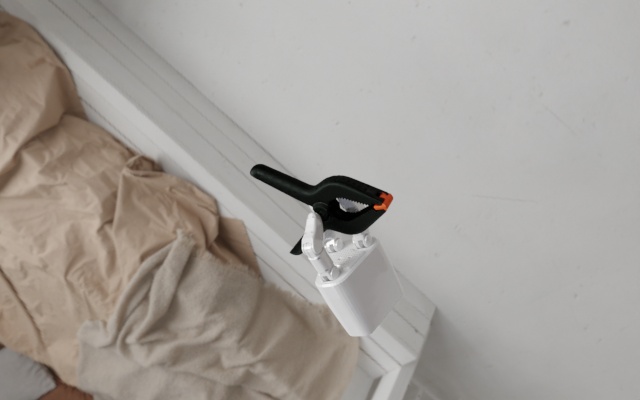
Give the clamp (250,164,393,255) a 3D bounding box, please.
[{"bbox_3d":[0.000,0.003,0.684,0.210,0.165,0.036,-13,27,37],"label":"clamp"}]
